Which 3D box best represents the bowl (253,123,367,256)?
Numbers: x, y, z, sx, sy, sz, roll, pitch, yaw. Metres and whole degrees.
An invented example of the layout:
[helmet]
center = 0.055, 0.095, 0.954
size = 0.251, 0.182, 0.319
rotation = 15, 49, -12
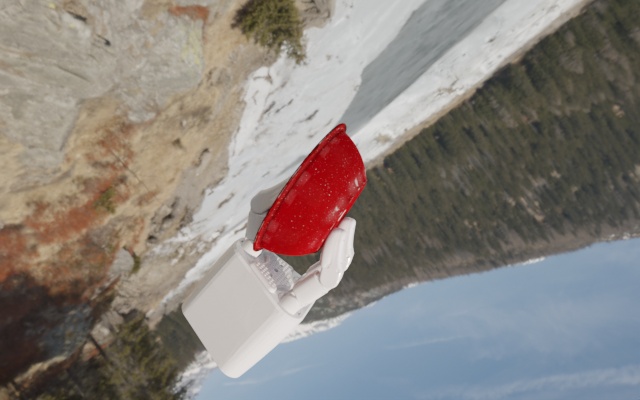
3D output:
[bowl]
center = 0.001, 0.001, 0.494
size = 0.055, 0.162, 0.162
rotation = 35, 4, 6
